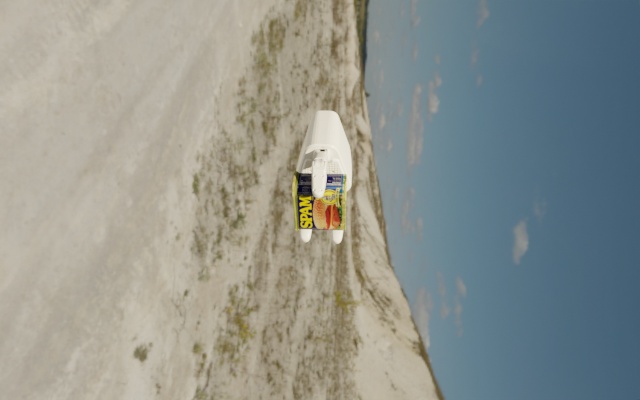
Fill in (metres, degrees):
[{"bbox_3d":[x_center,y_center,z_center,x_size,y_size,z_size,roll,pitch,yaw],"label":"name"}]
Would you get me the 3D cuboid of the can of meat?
[{"bbox_3d":[0.000,0.003,0.778,0.084,0.102,0.057,1,40,3],"label":"can of meat"}]
